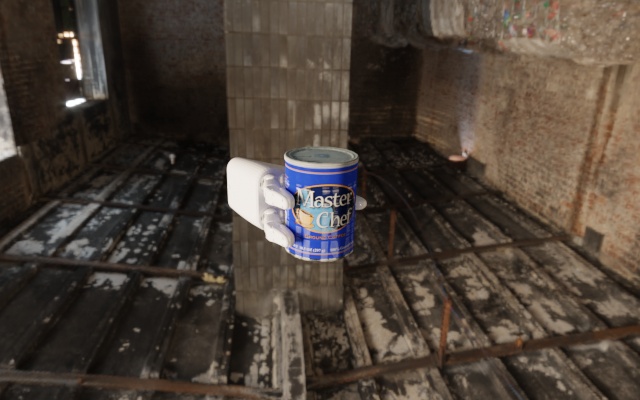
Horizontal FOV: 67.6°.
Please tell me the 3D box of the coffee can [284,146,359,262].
[{"bbox_3d":[0.000,0.002,0.681,0.103,0.140,0.102,1,19,0],"label":"coffee can"}]
